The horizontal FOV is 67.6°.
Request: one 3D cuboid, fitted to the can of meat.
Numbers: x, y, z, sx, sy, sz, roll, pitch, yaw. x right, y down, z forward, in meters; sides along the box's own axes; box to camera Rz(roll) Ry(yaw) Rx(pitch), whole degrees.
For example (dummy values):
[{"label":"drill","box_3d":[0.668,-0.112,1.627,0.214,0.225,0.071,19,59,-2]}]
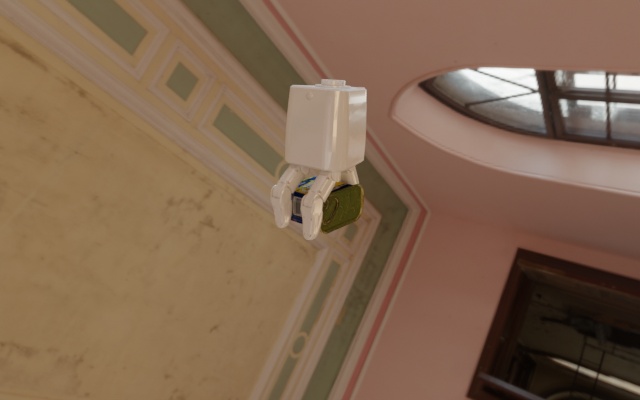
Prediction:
[{"label":"can of meat","box_3d":[0.000,0.002,0.696,0.084,0.057,0.102,16,23,37]}]
